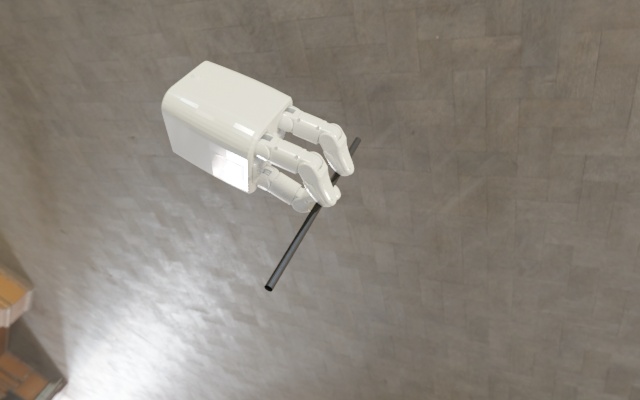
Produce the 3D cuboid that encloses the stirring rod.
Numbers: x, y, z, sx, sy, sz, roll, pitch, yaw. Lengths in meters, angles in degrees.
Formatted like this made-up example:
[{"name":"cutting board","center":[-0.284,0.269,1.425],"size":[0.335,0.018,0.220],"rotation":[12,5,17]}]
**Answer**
[{"name":"stirring rod","center":[0.000,0.002,0.499],"size":[0.011,0.011,0.239],"rotation":[0,39,29]}]
